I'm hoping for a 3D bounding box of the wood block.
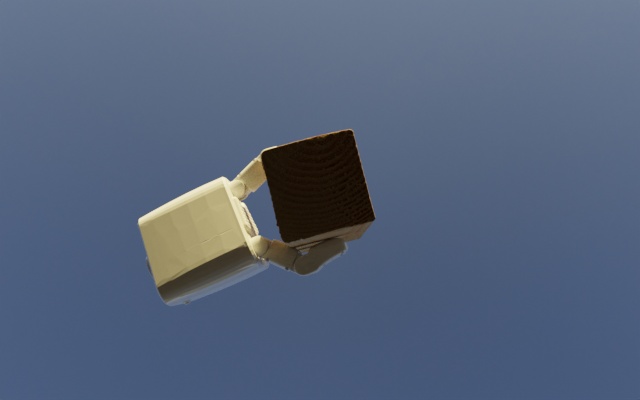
[{"bbox_3d":[0.000,0.002,0.533,0.090,0.091,0.206,-14,-9,-1],"label":"wood block"}]
